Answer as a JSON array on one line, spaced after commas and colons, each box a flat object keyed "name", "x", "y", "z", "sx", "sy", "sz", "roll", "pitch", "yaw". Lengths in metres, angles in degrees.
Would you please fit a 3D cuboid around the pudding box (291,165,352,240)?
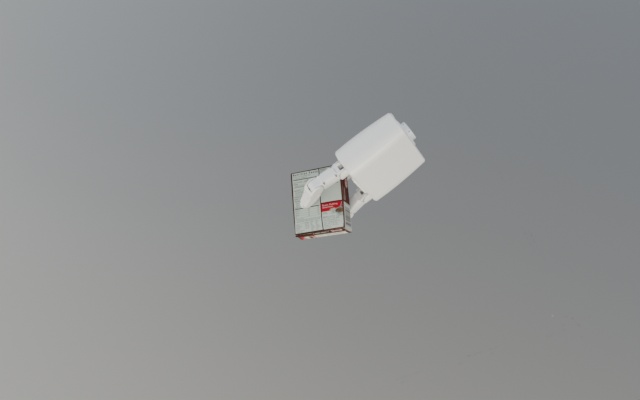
[{"name": "pudding box", "x": 0.000, "y": 0.003, "z": 0.790, "sx": 0.090, "sy": 0.113, "sz": 0.039, "roll": -10, "pitch": -19, "yaw": 19}]
